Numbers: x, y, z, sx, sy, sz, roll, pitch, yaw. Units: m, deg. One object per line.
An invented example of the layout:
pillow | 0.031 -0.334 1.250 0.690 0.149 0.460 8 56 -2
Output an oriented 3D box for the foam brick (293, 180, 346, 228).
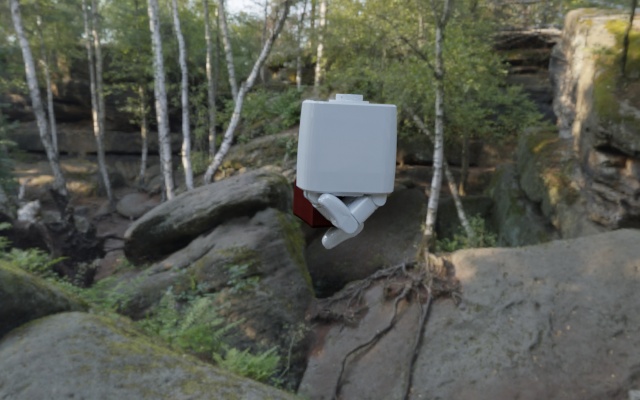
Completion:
foam brick | 0.000 0.002 0.647 0.053 0.051 0.078 -3 13 -23
